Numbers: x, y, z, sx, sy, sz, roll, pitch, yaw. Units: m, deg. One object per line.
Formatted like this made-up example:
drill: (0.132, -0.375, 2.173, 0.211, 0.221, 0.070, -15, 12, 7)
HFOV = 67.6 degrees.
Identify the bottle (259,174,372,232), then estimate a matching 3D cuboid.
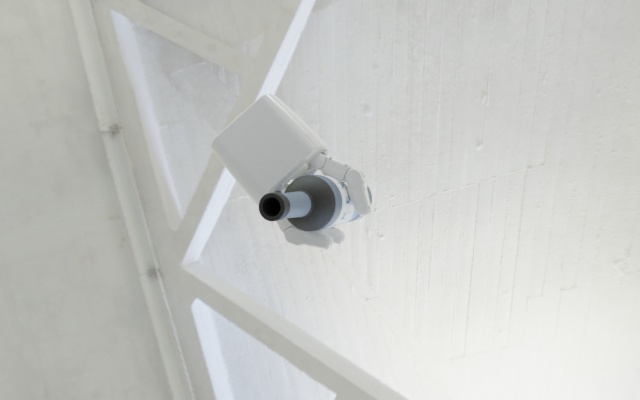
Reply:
bottle: (0.000, 0.002, 0.589, 0.069, 0.069, 0.295, 0, 2, 18)
